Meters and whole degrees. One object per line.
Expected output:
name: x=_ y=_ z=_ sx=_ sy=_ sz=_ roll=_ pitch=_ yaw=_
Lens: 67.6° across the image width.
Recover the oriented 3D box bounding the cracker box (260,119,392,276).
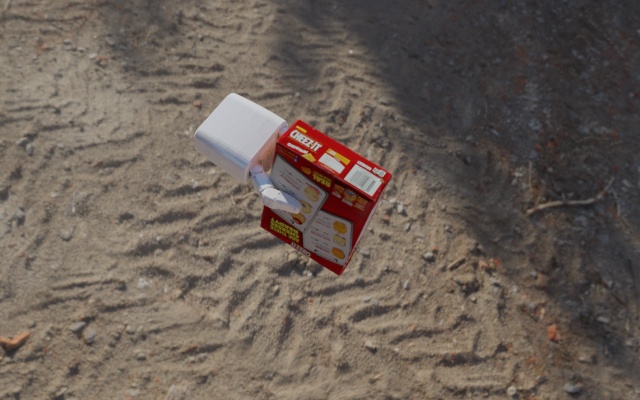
cracker box: x=0.000 y=0.002 z=0.744 sx=0.164 sy=0.072 sz=0.214 roll=31 pitch=-37 yaw=10
